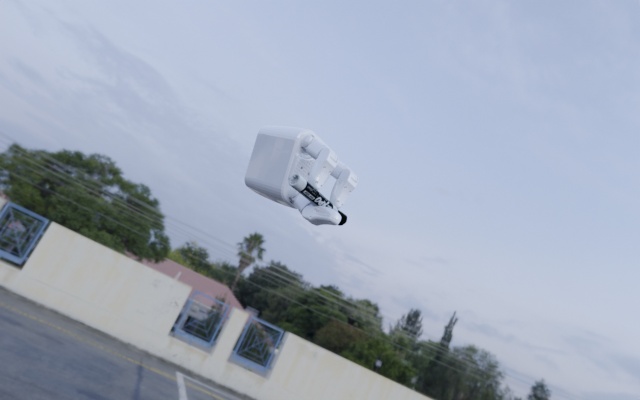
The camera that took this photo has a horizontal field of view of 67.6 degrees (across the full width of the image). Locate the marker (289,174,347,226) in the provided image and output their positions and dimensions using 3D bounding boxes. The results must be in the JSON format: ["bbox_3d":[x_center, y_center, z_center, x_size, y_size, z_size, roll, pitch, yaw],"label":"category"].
[{"bbox_3d":[0.000,0.002,0.654,0.020,0.020,0.121,0,-29,40],"label":"marker"}]
